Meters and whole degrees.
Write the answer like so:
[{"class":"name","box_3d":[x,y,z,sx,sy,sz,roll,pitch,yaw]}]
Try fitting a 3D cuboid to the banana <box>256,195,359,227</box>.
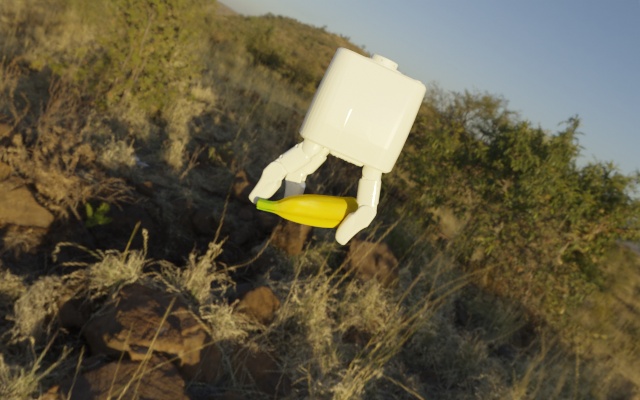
[{"class":"banana","box_3d":[0.012,0.009,0.604,0.069,0.037,0.198,28,13,34]}]
